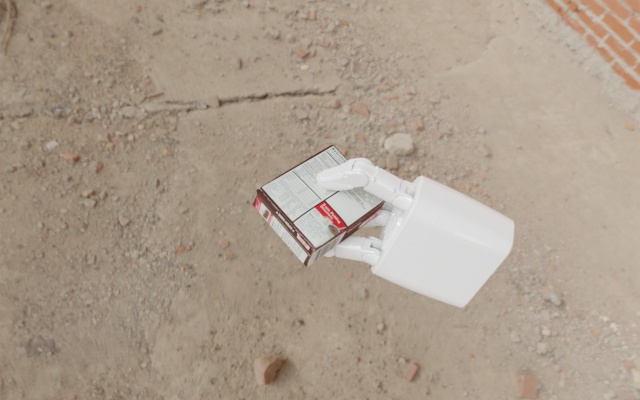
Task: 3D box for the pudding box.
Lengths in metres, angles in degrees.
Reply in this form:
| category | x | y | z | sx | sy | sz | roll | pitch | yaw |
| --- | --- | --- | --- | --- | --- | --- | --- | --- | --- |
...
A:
| category | x | y | z | sx | sy | sz | roll | pitch | yaw |
| --- | --- | --- | --- | --- | --- | --- | --- | --- | --- |
| pudding box | 0.000 | 0.002 | 0.503 | 0.113 | 0.090 | 0.039 | -33 | -18 | -34 |
